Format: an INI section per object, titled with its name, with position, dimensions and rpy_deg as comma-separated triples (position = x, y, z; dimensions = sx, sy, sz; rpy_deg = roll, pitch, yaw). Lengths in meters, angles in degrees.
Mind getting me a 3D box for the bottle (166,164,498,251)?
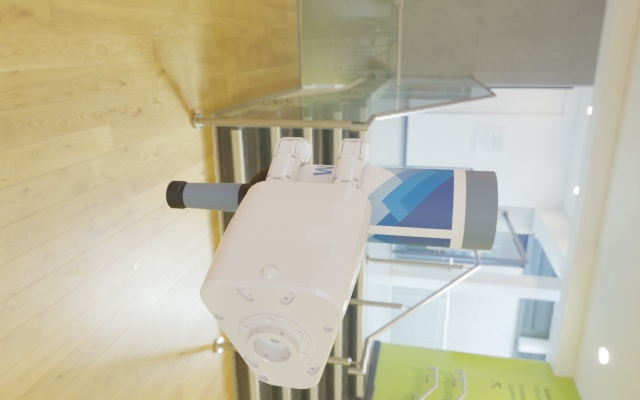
[bottle]
position = 0.000, 0.001, 0.430
dimensions = 0.296, 0.069, 0.069
rpy_deg = 3, 1, 13
